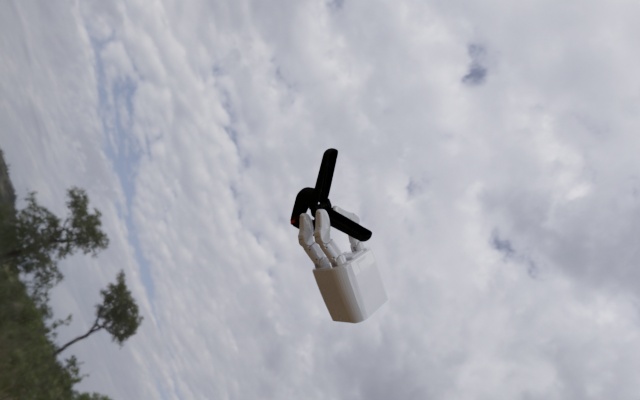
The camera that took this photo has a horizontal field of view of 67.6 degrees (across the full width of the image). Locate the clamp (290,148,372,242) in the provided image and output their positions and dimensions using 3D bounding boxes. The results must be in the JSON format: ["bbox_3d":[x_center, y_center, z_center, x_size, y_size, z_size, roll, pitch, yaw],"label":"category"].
[{"bbox_3d":[0.001,0.003,0.860,0.036,0.164,0.210,-19,2,-34],"label":"clamp"}]
